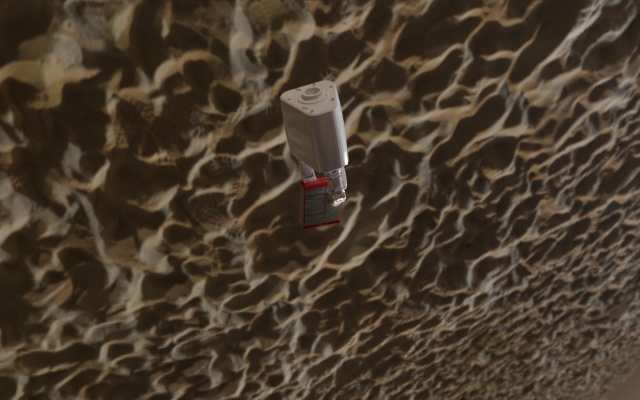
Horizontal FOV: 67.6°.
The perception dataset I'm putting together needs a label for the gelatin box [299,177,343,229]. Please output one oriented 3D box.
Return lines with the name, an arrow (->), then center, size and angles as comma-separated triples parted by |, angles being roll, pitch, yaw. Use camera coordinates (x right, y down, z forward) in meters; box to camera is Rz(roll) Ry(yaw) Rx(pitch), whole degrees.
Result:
gelatin box -> 0.000, 0.003, 0.851 | 0.073, 0.089, 0.030 | -10, 33, -19
